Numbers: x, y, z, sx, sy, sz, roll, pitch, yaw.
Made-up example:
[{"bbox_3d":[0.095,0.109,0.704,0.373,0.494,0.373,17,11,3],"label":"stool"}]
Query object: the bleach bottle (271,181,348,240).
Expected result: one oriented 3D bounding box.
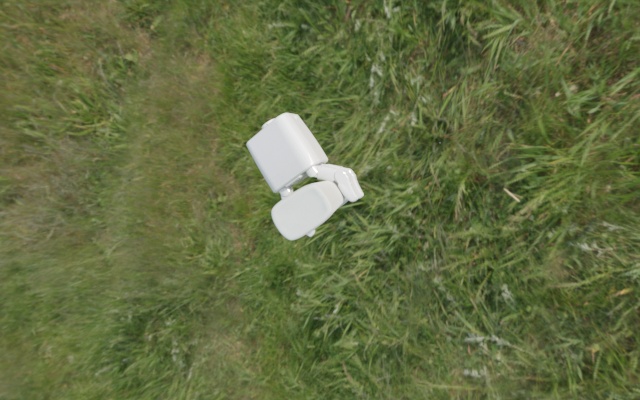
[{"bbox_3d":[0.000,0.003,0.869,0.102,0.068,0.251,-33,-2,15],"label":"bleach bottle"}]
